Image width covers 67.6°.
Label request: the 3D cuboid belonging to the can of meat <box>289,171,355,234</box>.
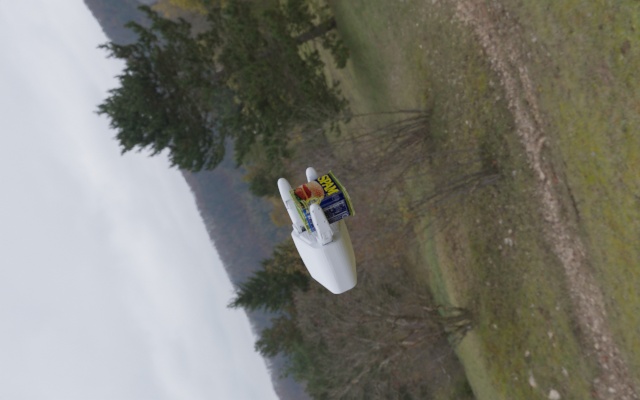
[{"bbox_3d":[0.000,0.003,0.814,0.084,0.057,0.102,-24,31,-5],"label":"can of meat"}]
